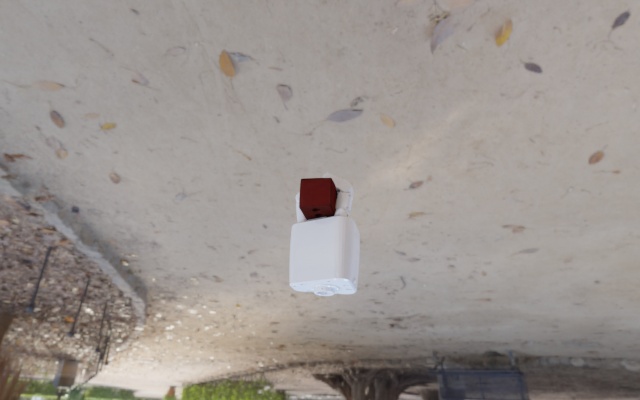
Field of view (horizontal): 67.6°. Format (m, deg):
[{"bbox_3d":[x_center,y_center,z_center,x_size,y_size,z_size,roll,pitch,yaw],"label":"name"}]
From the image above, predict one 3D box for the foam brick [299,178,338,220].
[{"bbox_3d":[0.000,0.002,0.789,0.053,0.051,0.078,-3,-26,14],"label":"foam brick"}]
